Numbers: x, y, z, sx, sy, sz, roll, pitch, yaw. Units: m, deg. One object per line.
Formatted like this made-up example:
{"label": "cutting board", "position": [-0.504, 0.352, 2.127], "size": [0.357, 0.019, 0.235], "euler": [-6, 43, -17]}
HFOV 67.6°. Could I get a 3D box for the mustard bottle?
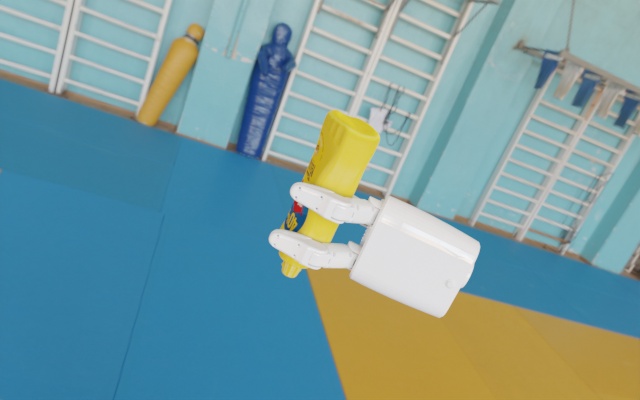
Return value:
{"label": "mustard bottle", "position": [0.000, 0.001, 0.524], "size": [0.058, 0.192, 0.096], "euler": [18, 19, -16]}
